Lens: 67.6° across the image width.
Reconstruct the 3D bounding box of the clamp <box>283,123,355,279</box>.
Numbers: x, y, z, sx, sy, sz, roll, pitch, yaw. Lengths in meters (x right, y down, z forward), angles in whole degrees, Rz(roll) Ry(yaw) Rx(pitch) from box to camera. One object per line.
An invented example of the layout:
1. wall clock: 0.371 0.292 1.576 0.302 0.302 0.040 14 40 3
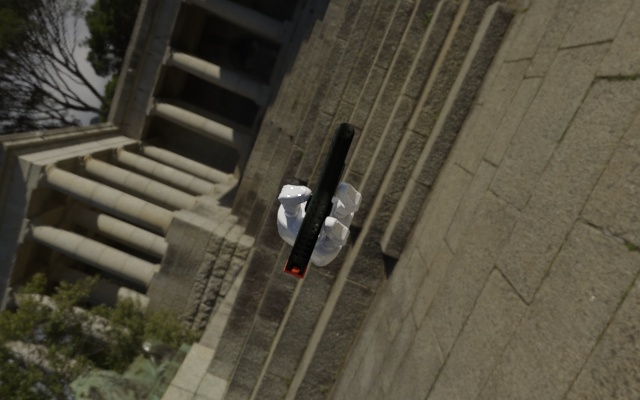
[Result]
1. clamp: -0.001 0.002 0.660 0.036 0.210 0.165 20 -19 4
